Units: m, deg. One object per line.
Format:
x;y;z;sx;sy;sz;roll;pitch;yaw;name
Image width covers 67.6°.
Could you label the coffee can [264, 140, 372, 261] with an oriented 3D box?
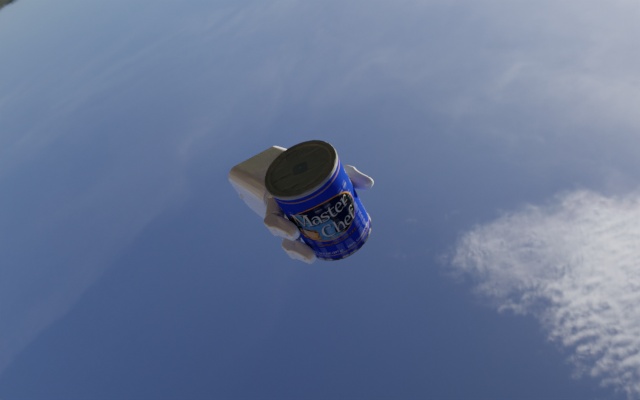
0.000;0.002;0.661;0.103;0.102;0.140;0;-40;31;coffee can
